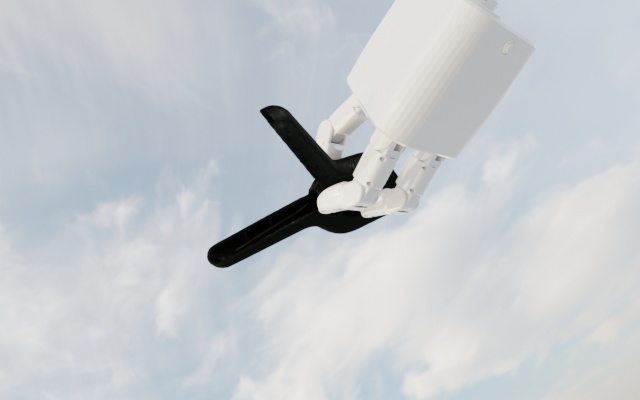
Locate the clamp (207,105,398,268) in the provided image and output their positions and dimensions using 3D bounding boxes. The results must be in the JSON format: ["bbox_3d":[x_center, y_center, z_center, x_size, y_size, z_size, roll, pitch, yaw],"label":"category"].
[{"bbox_3d":[0.000,0.001,0.453,0.210,0.165,0.036,6,37,-42],"label":"clamp"}]
